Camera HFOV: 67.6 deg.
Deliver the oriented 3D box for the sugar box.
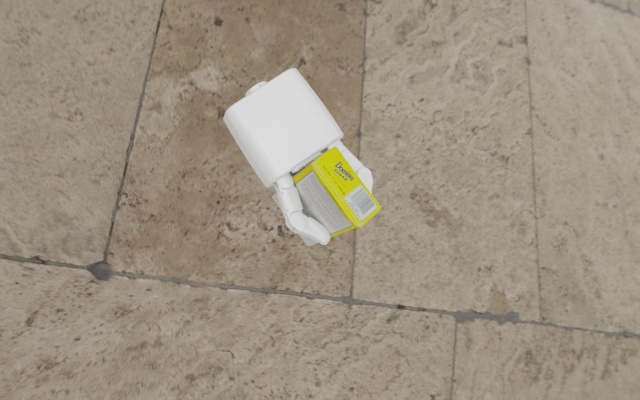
[{"bbox_3d":[0.000,0.002,0.618,0.048,0.093,0.176,-37,3,-22],"label":"sugar box"}]
